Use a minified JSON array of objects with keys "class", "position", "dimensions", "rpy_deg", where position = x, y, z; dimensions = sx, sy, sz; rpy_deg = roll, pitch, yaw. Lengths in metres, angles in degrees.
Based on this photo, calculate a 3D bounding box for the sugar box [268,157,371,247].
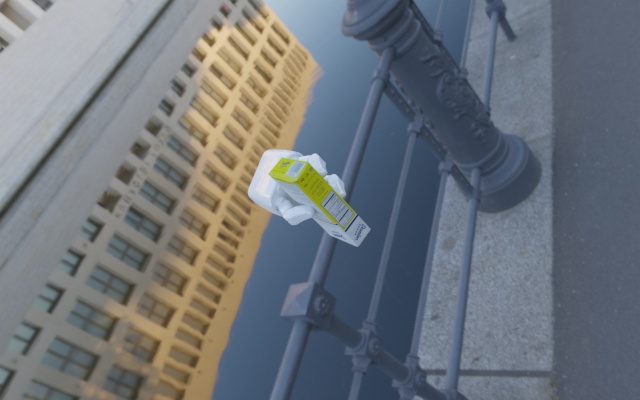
[{"class":"sugar box","position":[0.000,0.002,0.804],"dimensions":[0.176,0.048,0.093],"rpy_deg":[43,-14,-31]}]
